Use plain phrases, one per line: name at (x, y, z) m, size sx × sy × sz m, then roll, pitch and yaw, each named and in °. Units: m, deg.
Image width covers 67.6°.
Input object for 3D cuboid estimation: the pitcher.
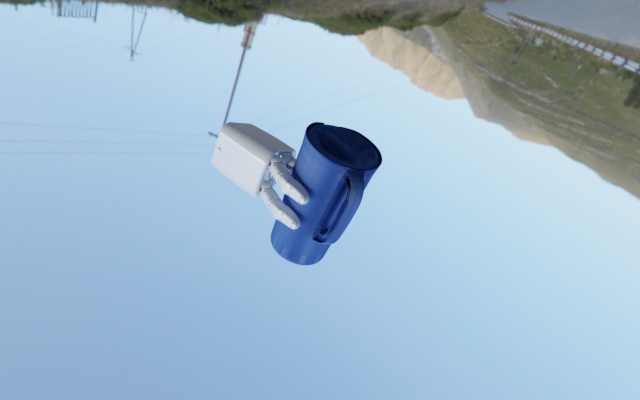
pitcher at (0.000, 0.003, 0.818) m, size 0.145 × 0.243 × 0.149 m, roll 33°, pitch 34°, yaw 12°
